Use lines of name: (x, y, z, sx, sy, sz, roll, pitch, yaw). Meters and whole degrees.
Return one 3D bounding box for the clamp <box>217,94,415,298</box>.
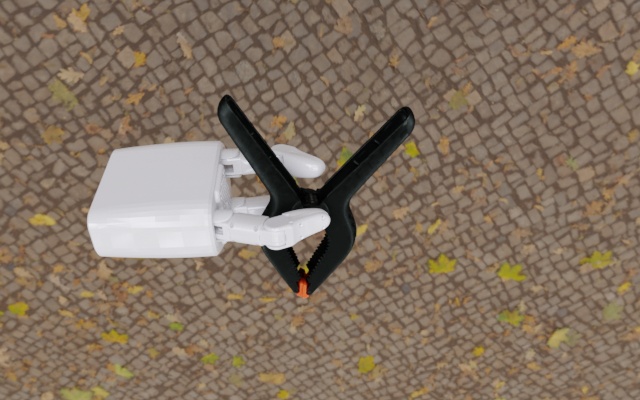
clamp: (0.000, 0.002, 0.441, 0.164, 0.210, 0.036, -3, 31, -2)
